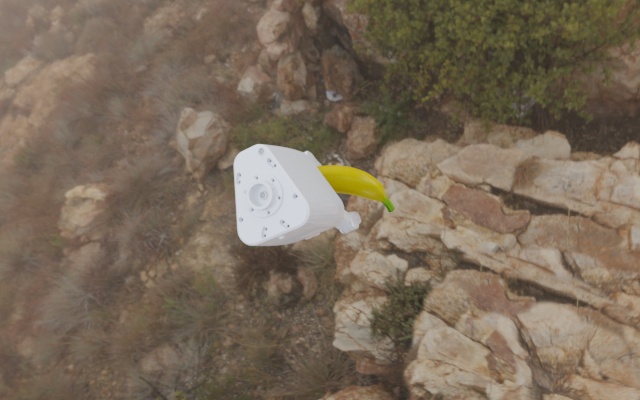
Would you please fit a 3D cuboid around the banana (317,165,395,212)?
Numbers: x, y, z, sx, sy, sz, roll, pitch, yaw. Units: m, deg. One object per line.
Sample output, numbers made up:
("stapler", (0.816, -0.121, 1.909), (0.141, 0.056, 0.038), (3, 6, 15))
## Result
("banana", (0.002, -0.015, 0.666), (0.198, 0.070, 0.037), (2, 19, 17))
